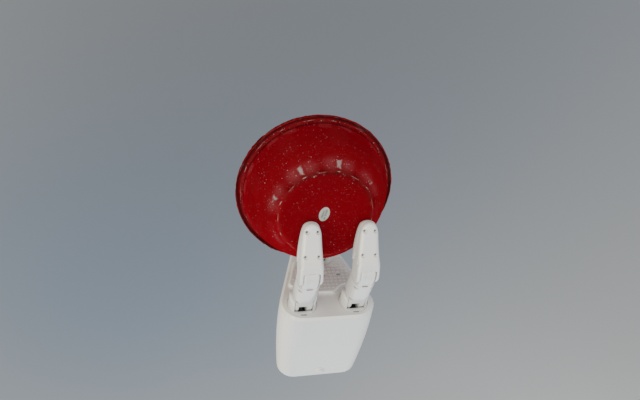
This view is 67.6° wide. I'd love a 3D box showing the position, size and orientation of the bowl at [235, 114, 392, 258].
[{"bbox_3d":[0.000,0.001,0.464,0.162,0.162,0.055,0,29,-13],"label":"bowl"}]
